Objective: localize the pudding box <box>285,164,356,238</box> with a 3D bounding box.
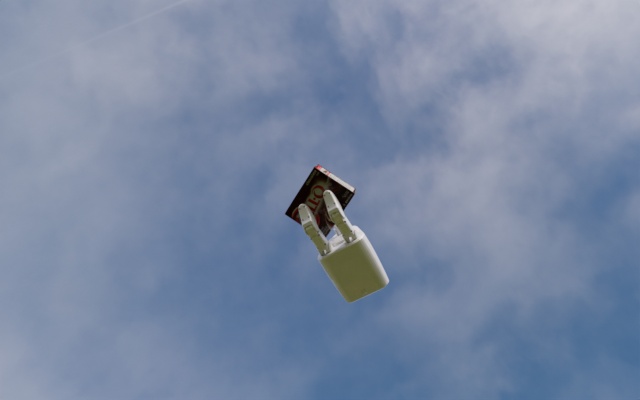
[{"bbox_3d":[0.000,0.003,0.890,0.090,0.113,0.039,33,17,0],"label":"pudding box"}]
